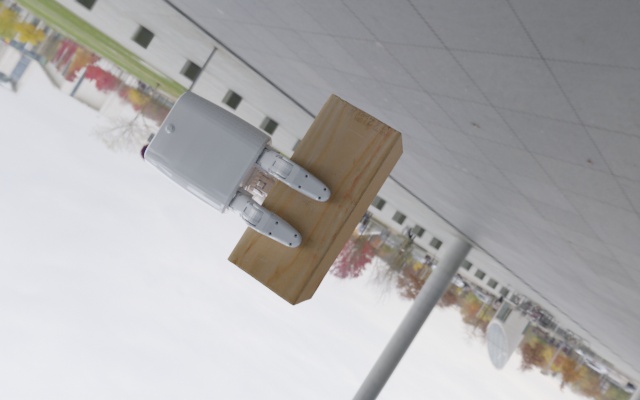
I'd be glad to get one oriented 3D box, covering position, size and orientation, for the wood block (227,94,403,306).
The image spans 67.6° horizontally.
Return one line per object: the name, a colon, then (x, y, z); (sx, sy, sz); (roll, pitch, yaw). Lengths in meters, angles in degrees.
wood block: (0.000, 0.002, 0.532); (0.090, 0.206, 0.091); (32, 0, 12)
